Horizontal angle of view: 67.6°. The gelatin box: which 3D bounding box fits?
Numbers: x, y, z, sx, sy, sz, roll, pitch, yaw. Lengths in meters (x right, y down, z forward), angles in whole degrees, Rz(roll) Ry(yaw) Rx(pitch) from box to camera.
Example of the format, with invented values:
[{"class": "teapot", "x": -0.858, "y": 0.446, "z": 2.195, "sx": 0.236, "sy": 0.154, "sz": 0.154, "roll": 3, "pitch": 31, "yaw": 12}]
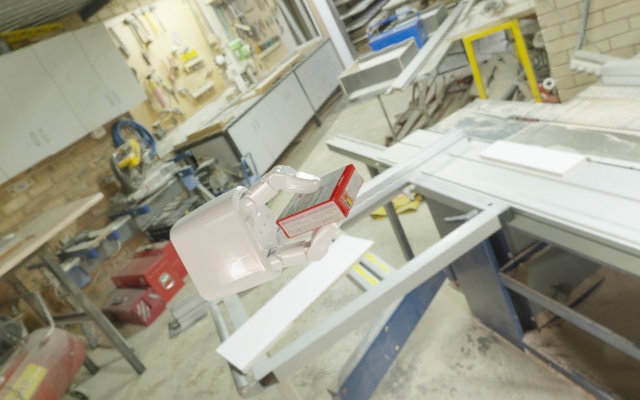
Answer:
[{"class": "gelatin box", "x": 0.000, "y": 0.001, "z": 0.550, "sx": 0.089, "sy": 0.030, "sz": 0.073, "roll": -23, "pitch": 23, "yaw": 34}]
